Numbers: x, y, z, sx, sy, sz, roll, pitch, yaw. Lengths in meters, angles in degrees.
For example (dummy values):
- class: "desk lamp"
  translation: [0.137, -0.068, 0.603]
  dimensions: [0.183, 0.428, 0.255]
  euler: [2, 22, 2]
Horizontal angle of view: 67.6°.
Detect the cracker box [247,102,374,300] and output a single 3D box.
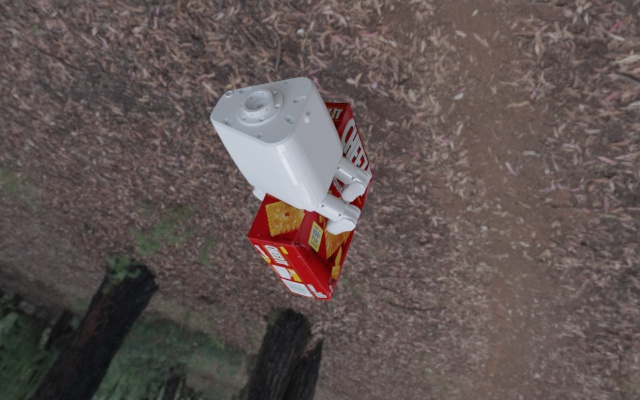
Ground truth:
- class: "cracker box"
  translation: [0.000, 0.002, 0.635]
  dimensions: [0.072, 0.213, 0.164]
  euler: [9, -30, 24]
